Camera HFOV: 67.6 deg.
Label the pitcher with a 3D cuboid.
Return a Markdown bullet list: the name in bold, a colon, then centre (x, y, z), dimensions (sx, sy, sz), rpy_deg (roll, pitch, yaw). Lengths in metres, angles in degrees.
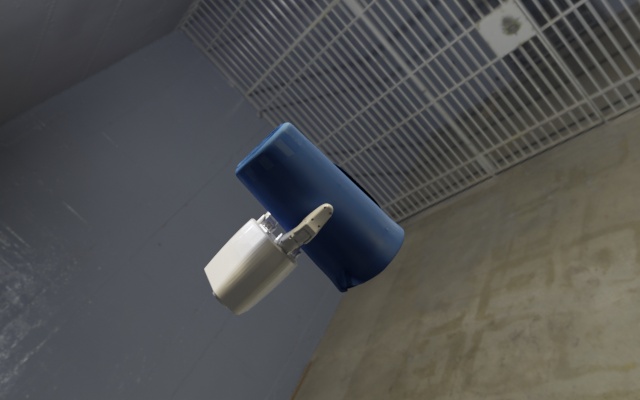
- **pitcher**: centre (0.000, 0.002, 0.702), dimensions (0.145, 0.243, 0.149), rpy_deg (-45, 11, -5)
